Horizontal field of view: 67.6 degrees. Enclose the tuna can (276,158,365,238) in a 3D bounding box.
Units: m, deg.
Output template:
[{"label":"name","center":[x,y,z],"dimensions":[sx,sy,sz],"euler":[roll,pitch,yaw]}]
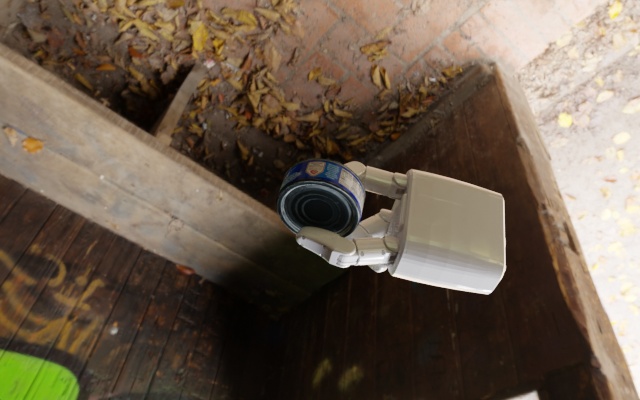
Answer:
[{"label":"tuna can","center":[0.000,0.002,0.474],"dimensions":[0.086,0.086,0.033],"euler":[0,42,15]}]
